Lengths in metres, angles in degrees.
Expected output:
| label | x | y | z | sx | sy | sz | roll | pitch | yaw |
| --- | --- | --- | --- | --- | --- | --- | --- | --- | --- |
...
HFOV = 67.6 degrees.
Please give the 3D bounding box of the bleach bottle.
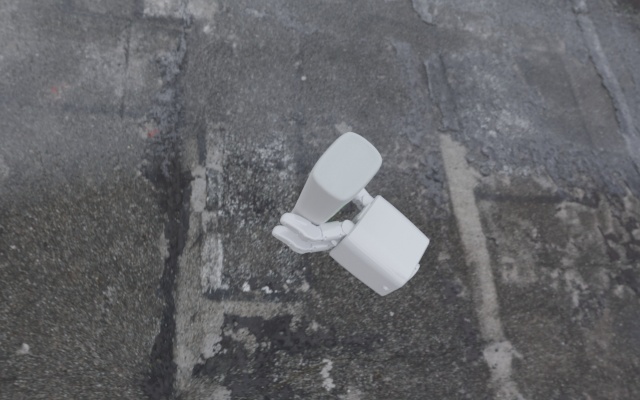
| label | x | y | z | sx | sy | sz | roll | pitch | yaw |
| --- | --- | --- | --- | --- | --- | --- | --- | --- | --- |
| bleach bottle | 0.000 | 0.002 | 0.711 | 0.068 | 0.102 | 0.251 | 41 | -27 | 2 |
